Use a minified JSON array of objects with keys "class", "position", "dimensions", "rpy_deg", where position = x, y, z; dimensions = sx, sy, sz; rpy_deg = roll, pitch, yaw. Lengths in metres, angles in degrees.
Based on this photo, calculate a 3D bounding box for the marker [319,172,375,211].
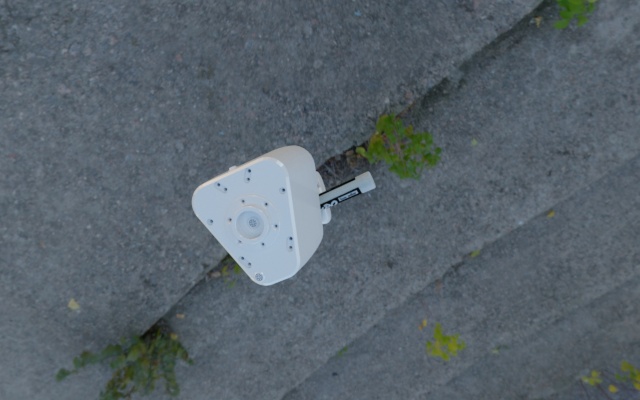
[{"class":"marker","position":[0.000,0.002,0.512],"dimensions":[0.121,0.020,0.020],"rpy_deg":[-24,-6,13]}]
